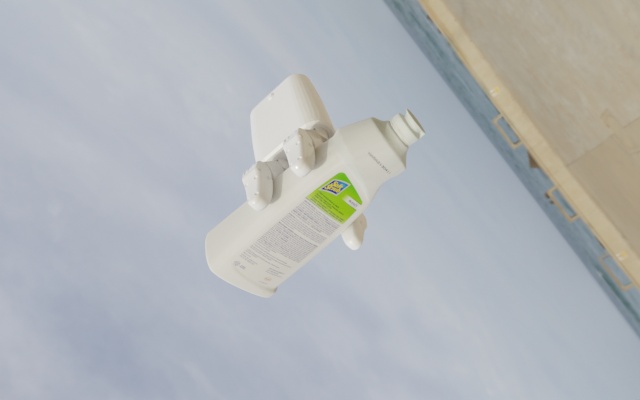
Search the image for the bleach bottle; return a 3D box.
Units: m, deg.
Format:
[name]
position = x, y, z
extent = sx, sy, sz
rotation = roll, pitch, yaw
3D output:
[bleach bottle]
position = 0.000, 0.002, 0.489
extent = 0.251, 0.068, 0.103
rotation = -37, -46, 20
